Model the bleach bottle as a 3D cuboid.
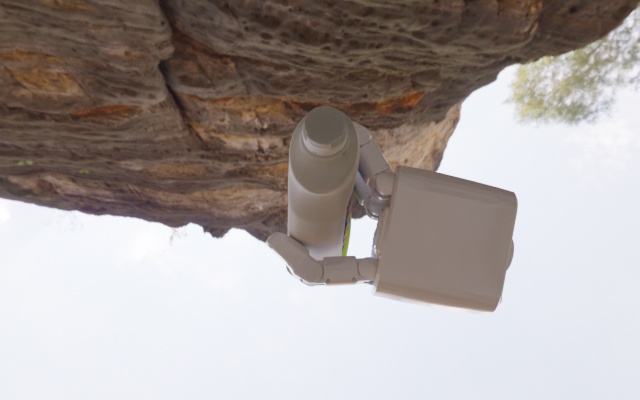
[{"bbox_3d":[0.000,0.001,0.430,0.068,0.102,0.251,10,-20,3],"label":"bleach bottle"}]
